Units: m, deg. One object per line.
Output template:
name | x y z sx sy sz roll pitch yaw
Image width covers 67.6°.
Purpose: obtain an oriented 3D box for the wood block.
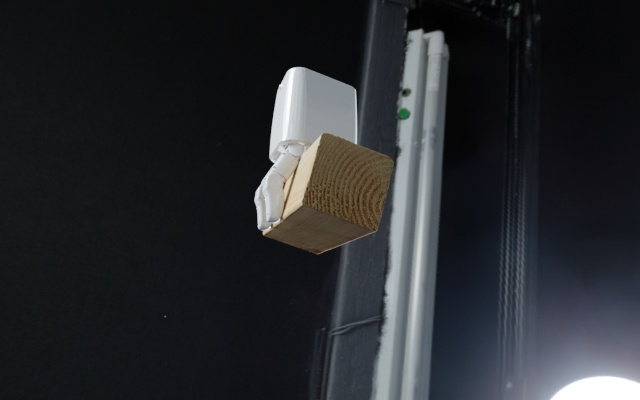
wood block | 0.000 0.002 0.607 0.091 0.090 0.206 20 -18 -13
